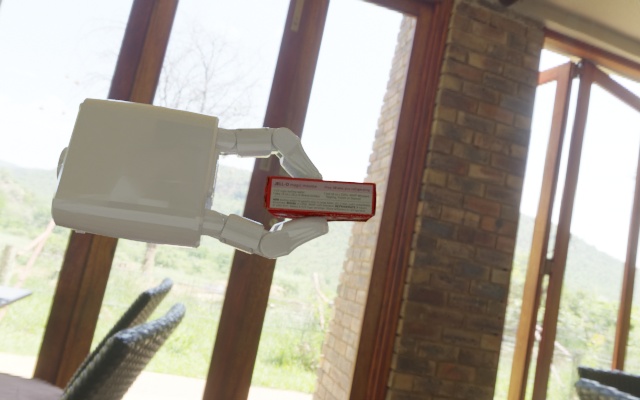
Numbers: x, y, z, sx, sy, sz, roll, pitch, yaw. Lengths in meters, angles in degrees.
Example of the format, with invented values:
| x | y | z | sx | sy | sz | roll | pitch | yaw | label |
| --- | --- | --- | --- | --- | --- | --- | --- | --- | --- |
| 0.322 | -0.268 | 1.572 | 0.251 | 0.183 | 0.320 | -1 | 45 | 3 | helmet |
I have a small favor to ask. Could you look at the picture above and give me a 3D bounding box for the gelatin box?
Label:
| x | y | z | sx | sy | sz | roll | pitch | yaw | label |
| --- | --- | --- | --- | --- | --- | --- | --- | --- | --- |
| 0.000 | 0.001 | 0.408 | 0.089 | 0.030 | 0.073 | 3 | -6 | 1 | gelatin box |
